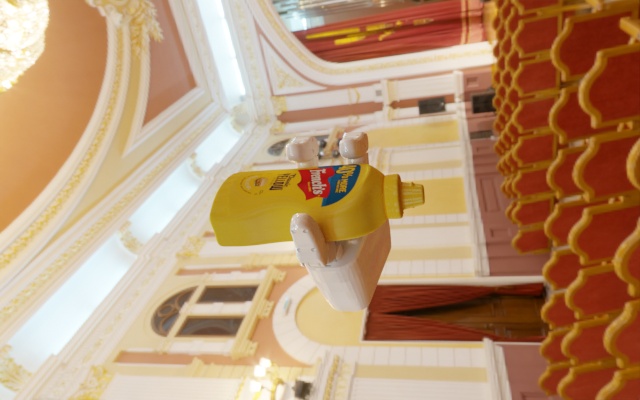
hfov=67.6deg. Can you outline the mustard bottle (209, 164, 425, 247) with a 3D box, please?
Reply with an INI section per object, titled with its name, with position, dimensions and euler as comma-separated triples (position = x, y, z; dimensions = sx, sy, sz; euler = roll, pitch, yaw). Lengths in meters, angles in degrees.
[mustard bottle]
position = 0.000, 0.001, 0.449
dimensions = 0.191, 0.058, 0.096
euler = -3, 28, 15
